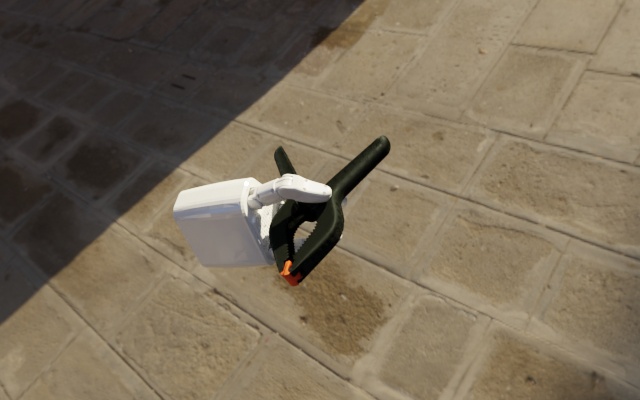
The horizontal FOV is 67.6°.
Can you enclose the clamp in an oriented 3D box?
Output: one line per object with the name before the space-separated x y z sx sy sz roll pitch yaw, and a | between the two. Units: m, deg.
clamp | -0.001 0.002 0.574 0.164 0.209 0.036 -9 -40 24
